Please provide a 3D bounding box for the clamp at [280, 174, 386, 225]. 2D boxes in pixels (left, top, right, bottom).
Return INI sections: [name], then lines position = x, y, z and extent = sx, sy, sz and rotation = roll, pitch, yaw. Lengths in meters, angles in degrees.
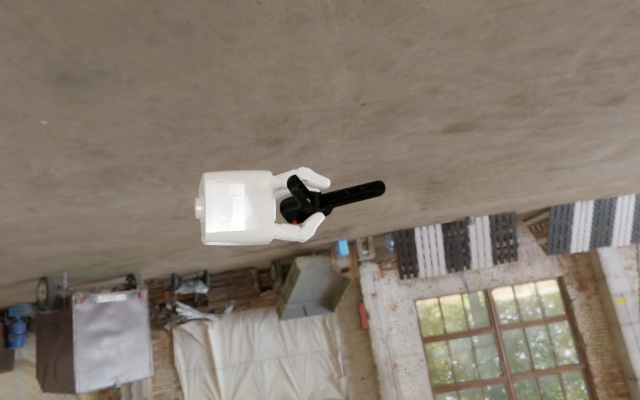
[clamp]
position = 0.000, 0.004, 0.798
extent = 0.164, 0.036, 0.210
rotation = 2, -18, -19
